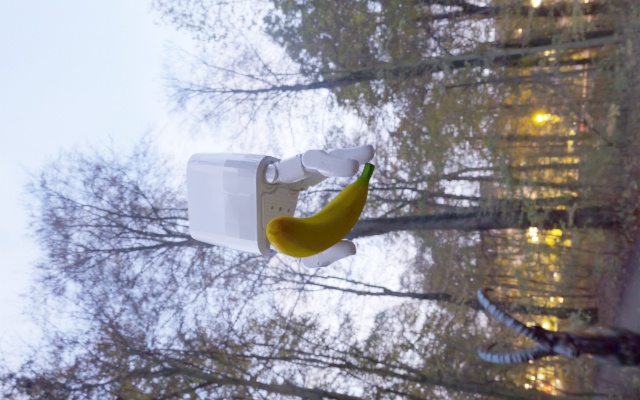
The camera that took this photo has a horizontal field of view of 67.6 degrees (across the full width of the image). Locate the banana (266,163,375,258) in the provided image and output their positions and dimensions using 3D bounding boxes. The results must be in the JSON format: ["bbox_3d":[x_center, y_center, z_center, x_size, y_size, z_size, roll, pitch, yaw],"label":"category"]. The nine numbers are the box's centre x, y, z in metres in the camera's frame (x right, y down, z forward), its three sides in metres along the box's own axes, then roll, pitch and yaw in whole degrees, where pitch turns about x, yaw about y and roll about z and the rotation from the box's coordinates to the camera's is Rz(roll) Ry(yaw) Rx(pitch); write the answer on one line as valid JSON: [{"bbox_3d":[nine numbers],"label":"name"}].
[{"bbox_3d":[0.002,0.018,0.472,0.037,0.070,0.197,10,24,25],"label":"banana"}]
